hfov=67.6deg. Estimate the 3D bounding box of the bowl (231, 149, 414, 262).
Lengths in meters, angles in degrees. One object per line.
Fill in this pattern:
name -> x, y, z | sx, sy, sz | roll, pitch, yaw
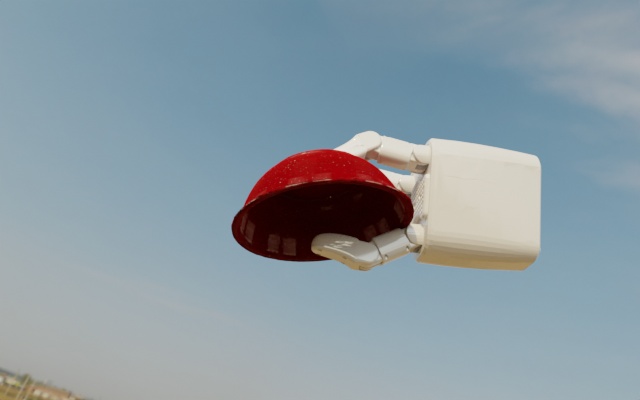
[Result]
bowl -> -0.001, 0.001, 0.434 | 0.162, 0.055, 0.162 | -6, -28, -3
